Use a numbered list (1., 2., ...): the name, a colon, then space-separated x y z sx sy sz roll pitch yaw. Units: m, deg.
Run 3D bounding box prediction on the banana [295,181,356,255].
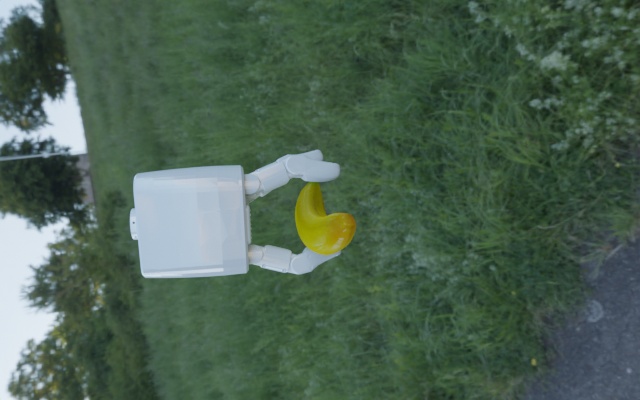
1. banana: -0.002 0.018 0.497 0.037 0.070 0.197 1 17 -12
